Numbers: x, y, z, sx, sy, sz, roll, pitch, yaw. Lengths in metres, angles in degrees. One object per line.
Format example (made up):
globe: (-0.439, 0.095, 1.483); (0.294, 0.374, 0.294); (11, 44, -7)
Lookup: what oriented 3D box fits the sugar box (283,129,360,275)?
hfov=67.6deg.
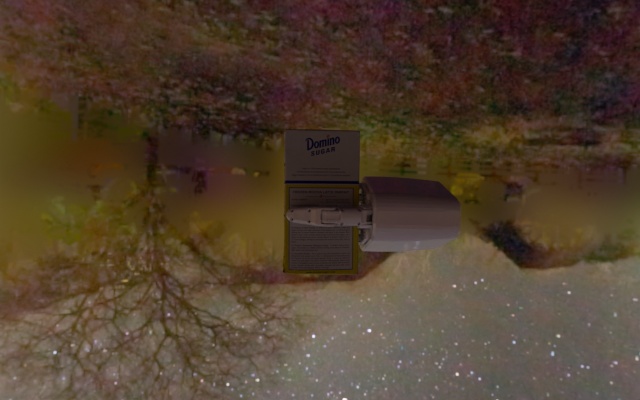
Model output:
sugar box: (0.000, 0.002, 0.593); (0.093, 0.176, 0.048); (1, 0, -6)
